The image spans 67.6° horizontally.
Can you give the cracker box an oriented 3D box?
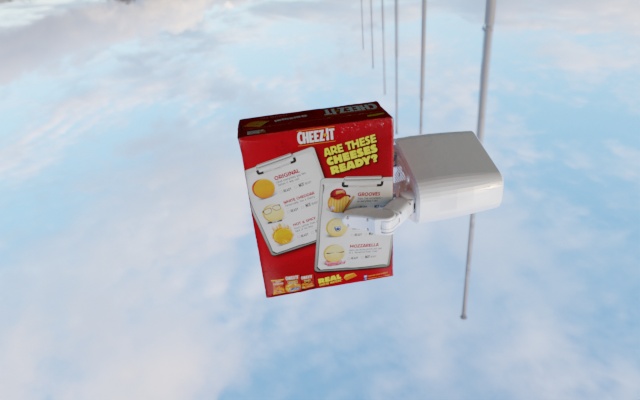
[{"bbox_3d":[0.000,0.002,0.566,0.164,0.214,0.072,-9,30,-6],"label":"cracker box"}]
